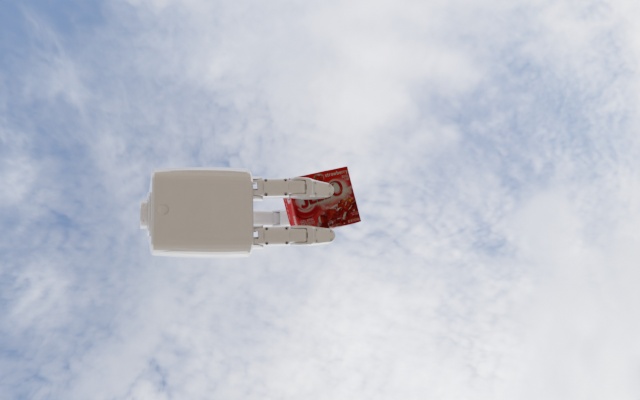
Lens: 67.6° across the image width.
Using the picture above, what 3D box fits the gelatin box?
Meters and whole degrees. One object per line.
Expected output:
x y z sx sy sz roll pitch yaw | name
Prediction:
0.000 0.002 0.593 0.089 0.073 0.030 -13 -3 -27 | gelatin box
